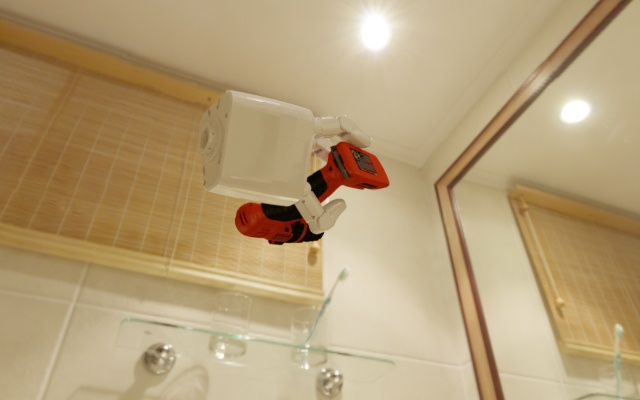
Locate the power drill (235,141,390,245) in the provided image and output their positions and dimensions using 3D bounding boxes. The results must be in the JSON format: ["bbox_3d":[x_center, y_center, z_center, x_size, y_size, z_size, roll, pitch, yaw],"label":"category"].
[{"bbox_3d":[0.000,0.002,0.666,0.188,0.057,0.184,-36,-23,24],"label":"power drill"}]
